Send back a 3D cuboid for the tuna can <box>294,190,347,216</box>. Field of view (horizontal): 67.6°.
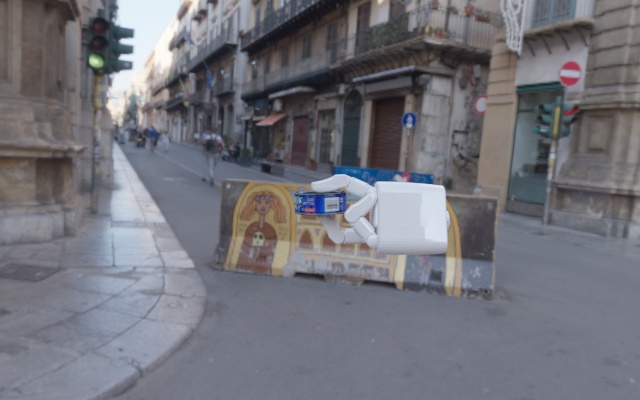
[{"bbox_3d":[0.000,0.002,0.774,0.086,0.034,0.086,-1,6,0],"label":"tuna can"}]
